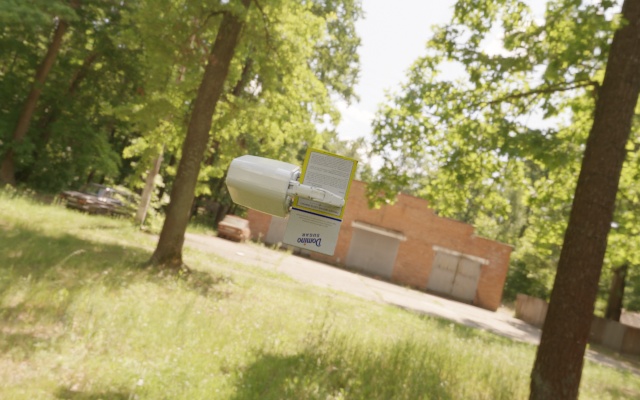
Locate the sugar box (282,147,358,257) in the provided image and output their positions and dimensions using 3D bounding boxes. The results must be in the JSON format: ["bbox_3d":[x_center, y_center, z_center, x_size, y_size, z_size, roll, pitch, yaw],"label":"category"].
[{"bbox_3d":[0.000,0.003,0.844,0.093,0.176,0.048,15,-4,3],"label":"sugar box"}]
